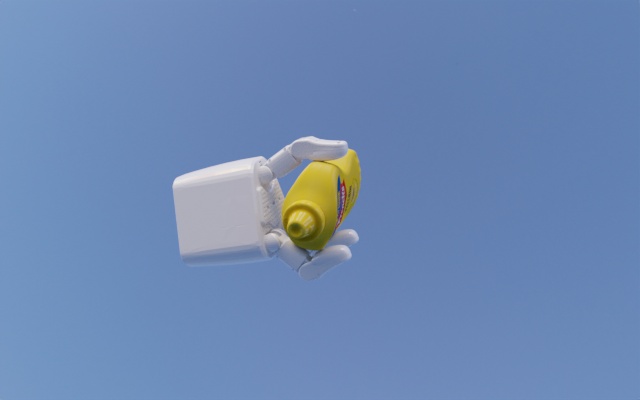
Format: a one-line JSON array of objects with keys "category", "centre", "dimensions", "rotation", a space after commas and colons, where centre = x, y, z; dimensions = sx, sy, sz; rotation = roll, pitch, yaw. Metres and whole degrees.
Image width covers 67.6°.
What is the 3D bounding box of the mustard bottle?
[{"category": "mustard bottle", "centre": [0.000, 0.002, 0.529], "dimensions": [0.058, 0.096, 0.191], "rotation": [15, 19, 11]}]
